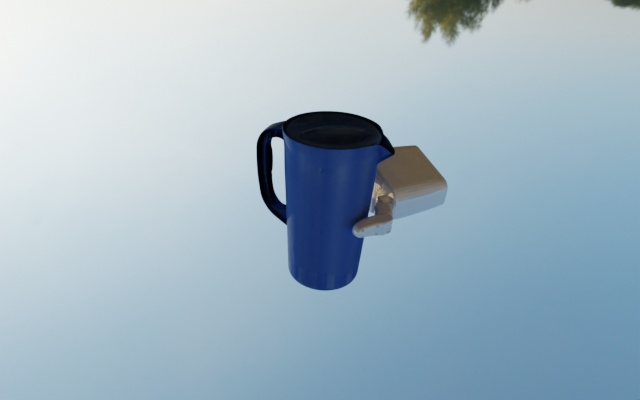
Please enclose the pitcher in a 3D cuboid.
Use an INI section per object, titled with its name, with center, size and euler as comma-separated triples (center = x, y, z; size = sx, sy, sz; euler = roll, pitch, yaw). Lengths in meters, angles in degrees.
[pitcher]
center = 0.000, 0.002, 0.680
size = 0.145, 0.243, 0.149
euler = -13, 34, -27
